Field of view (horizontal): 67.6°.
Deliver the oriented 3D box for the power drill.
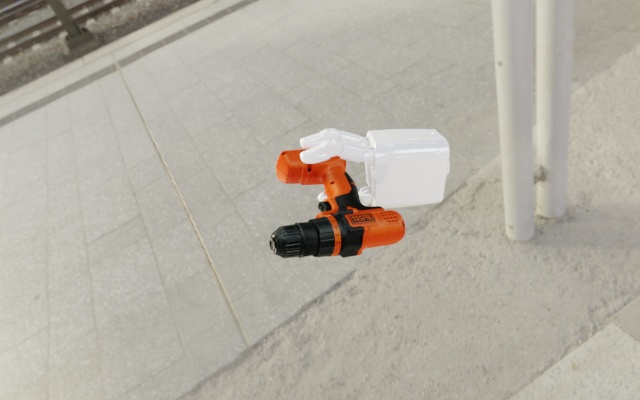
[{"bbox_3d":[0.000,0.002,0.658,0.184,0.057,0.187,-5,42,-24],"label":"power drill"}]
